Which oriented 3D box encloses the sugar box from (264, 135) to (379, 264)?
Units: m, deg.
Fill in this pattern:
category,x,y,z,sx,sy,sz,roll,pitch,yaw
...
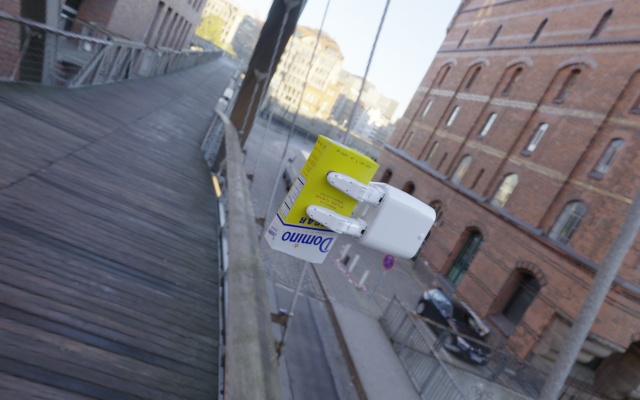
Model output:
category,x,y,z,sx,sy,sz,roll,pitch,yaw
sugar box,0.000,0.002,0.695,0.093,0.176,0.048,22,12,-29
